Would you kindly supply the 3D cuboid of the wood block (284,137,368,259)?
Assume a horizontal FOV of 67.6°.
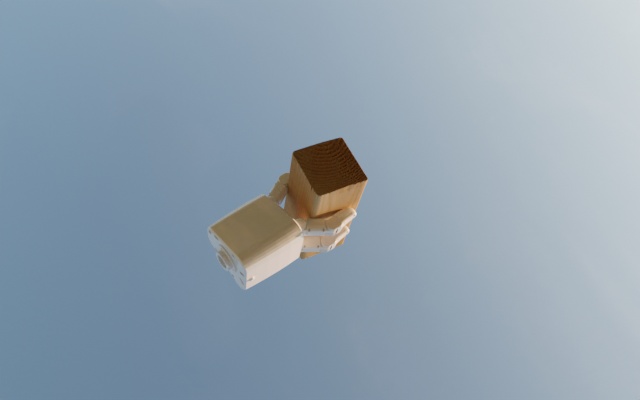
[{"bbox_3d":[0.000,0.003,0.801,0.090,0.090,0.206,-19,-27,-21],"label":"wood block"}]
